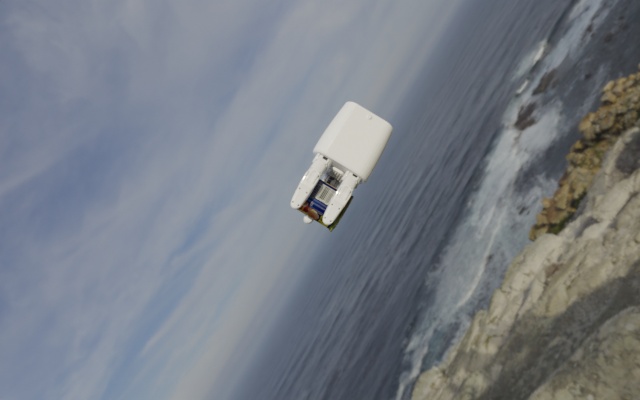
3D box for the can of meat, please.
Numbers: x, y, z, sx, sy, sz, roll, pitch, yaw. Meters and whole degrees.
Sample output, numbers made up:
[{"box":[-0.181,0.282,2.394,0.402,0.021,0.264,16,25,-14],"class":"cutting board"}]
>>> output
[{"box":[0.000,0.002,0.787,0.084,0.057,0.102,31,-12,1],"class":"can of meat"}]
